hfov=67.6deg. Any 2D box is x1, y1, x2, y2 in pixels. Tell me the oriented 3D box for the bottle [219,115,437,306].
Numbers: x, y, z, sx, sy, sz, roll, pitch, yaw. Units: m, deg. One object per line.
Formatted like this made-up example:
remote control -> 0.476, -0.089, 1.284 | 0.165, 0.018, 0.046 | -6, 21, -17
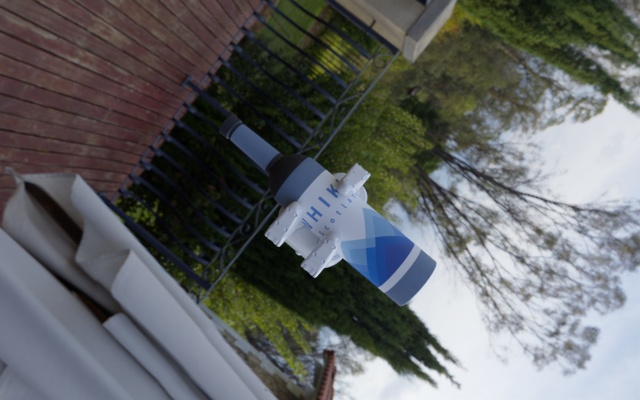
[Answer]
bottle -> 0.000, 0.002, 0.561 | 0.295, 0.069, 0.069 | 40, 3, 4
